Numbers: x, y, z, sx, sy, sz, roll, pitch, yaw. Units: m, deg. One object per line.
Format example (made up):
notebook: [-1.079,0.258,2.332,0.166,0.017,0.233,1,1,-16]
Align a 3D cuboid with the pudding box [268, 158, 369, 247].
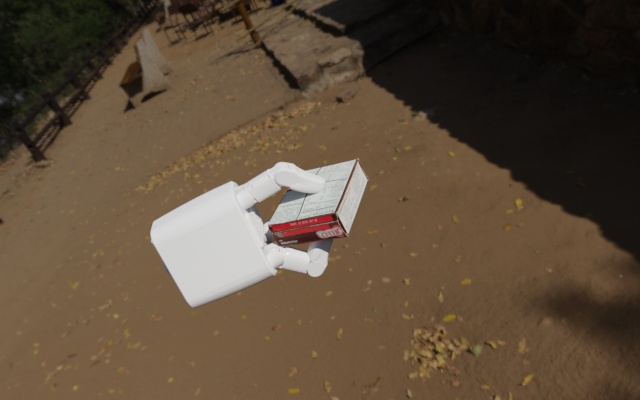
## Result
pudding box: [0.000,0.002,0.561,0.090,0.039,0.113,-10,34,27]
